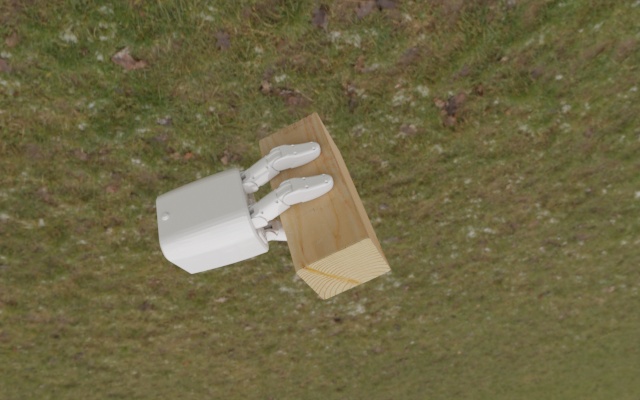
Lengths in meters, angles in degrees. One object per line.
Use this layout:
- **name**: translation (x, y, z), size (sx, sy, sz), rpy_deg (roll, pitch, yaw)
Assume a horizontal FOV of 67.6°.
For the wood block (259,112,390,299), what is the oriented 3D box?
- **wood block**: translation (0.000, 0.002, 0.594), size (0.090, 0.206, 0.091), rpy_deg (-26, -38, 8)
